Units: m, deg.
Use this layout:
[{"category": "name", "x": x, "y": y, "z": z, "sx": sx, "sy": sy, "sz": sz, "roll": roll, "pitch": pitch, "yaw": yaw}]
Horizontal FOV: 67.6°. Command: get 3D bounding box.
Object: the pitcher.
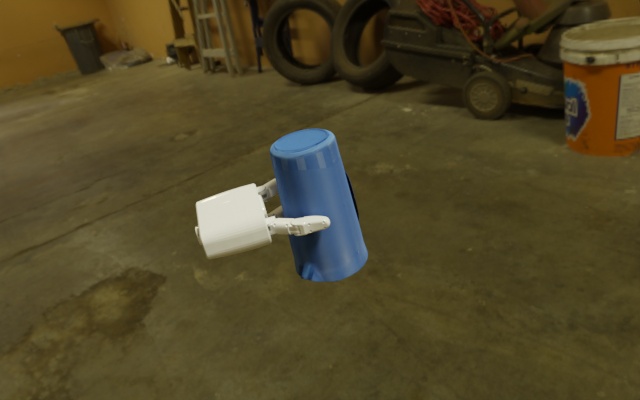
[{"category": "pitcher", "x": 0.000, "y": 0.003, "z": 0.817, "sx": 0.145, "sy": 0.243, "sz": 0.149, "roll": -16, "pitch": 27, "yaw": -5}]
